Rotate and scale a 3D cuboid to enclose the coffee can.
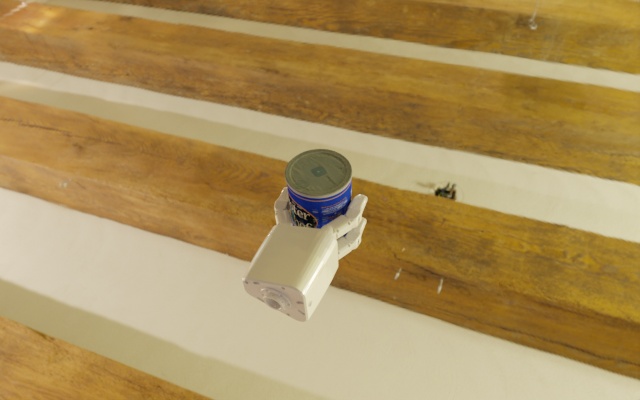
[{"bbox_3d":[0.000,0.002,0.771,0.103,0.102,0.140,0,-43,4],"label":"coffee can"}]
